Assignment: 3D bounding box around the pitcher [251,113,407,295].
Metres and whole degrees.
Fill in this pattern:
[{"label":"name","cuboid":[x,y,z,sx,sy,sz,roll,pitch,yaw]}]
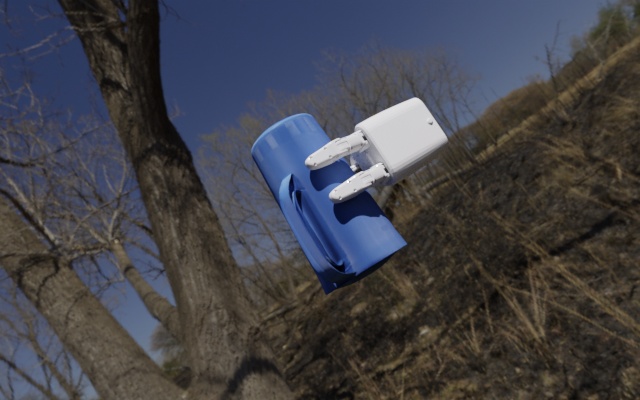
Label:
[{"label":"pitcher","cuboid":[0.000,0.002,0.672,0.145,0.243,0.149,-30,-10,-18]}]
